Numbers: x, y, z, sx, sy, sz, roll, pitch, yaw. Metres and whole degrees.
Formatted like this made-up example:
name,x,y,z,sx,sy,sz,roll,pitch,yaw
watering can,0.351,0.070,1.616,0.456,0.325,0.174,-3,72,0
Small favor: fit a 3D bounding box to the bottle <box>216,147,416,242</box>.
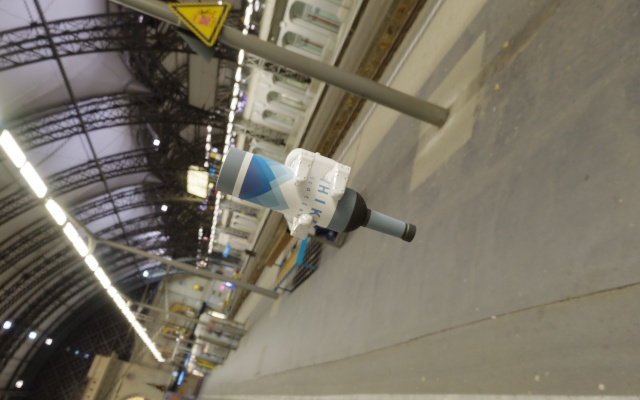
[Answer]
name,x,y,z,sx,sy,sz,roll,pitch,yaw
bottle,0.000,0.002,0.696,0.296,0.069,0.069,19,-3,-7
